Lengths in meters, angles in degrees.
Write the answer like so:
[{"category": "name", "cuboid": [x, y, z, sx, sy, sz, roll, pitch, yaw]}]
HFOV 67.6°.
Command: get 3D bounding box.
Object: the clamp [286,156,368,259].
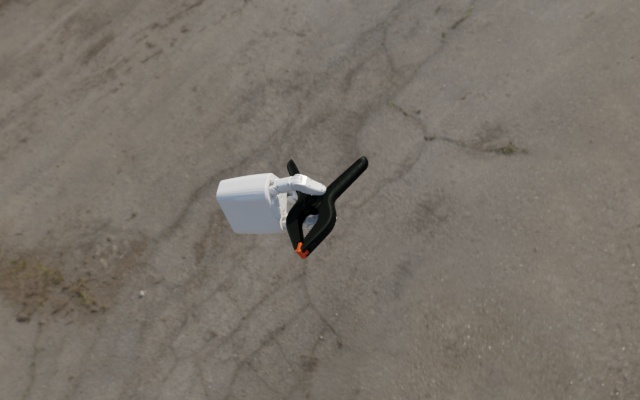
[{"category": "clamp", "cuboid": [0.000, 0.003, 0.850, 0.164, 0.209, 0.036, -7, -35, 23]}]
